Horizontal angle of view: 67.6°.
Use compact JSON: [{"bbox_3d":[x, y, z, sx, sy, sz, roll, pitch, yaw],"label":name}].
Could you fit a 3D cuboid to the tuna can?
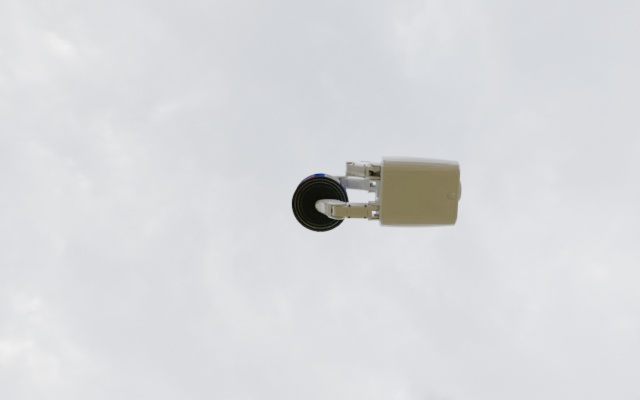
[{"bbox_3d":[0.000,0.002,0.721,0.086,0.086,0.033,0,13,2],"label":"tuna can"}]
